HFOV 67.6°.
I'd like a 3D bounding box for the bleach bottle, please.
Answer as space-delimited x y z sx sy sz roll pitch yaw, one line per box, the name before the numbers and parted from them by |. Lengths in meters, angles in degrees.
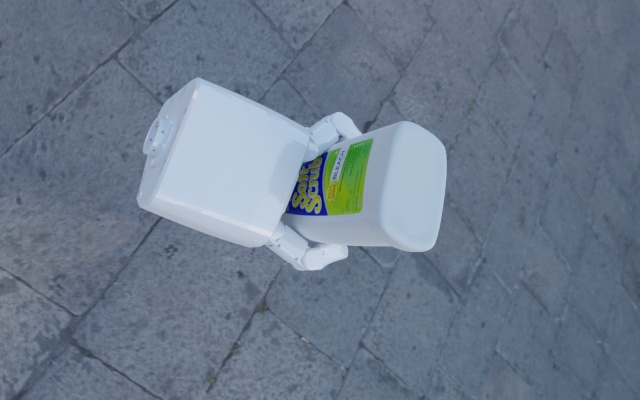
bleach bottle | 0.000 0.001 0.461 0.068 0.102 0.251 24 -21 -32
